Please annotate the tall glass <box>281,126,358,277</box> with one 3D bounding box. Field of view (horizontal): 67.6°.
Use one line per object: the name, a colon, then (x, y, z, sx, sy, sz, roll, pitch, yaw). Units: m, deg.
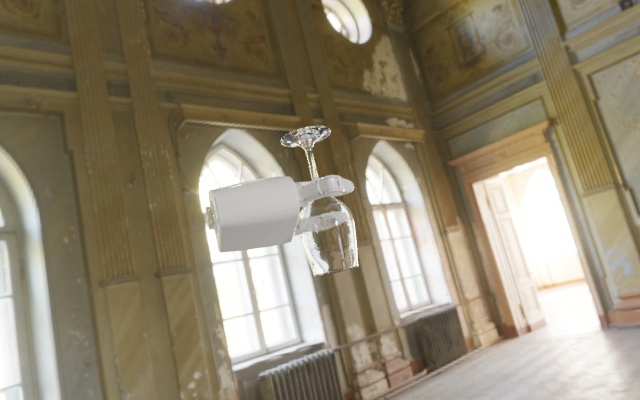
tall glass: (0.000, 0.002, 0.672, 0.079, 0.201, 0.079, -13, -11, -2)
